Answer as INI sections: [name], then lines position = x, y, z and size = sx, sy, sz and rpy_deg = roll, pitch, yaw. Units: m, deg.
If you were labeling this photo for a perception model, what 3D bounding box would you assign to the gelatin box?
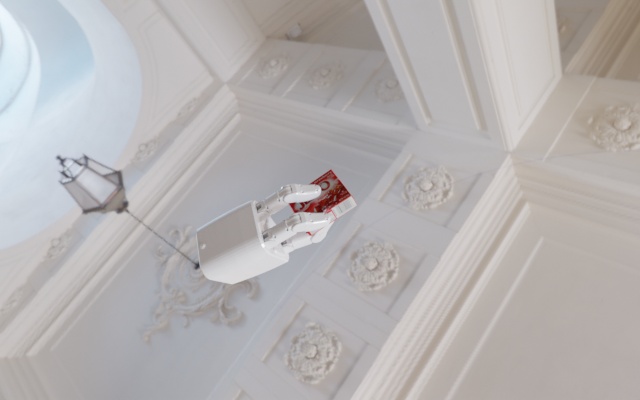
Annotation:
[gelatin box]
position = 0.001, 0.003, 0.741
size = 0.089, 0.030, 0.073
rpy_deg = -33, 45, -2
